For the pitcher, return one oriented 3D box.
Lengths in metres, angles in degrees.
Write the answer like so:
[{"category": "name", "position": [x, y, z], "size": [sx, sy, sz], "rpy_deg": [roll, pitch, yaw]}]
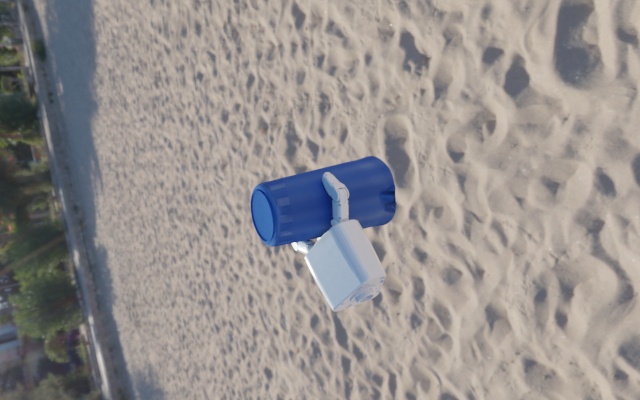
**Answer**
[{"category": "pitcher", "position": [0.000, 0.003, 0.852], "size": [0.243, 0.145, 0.149], "rpy_deg": [-12, -31, -30]}]
